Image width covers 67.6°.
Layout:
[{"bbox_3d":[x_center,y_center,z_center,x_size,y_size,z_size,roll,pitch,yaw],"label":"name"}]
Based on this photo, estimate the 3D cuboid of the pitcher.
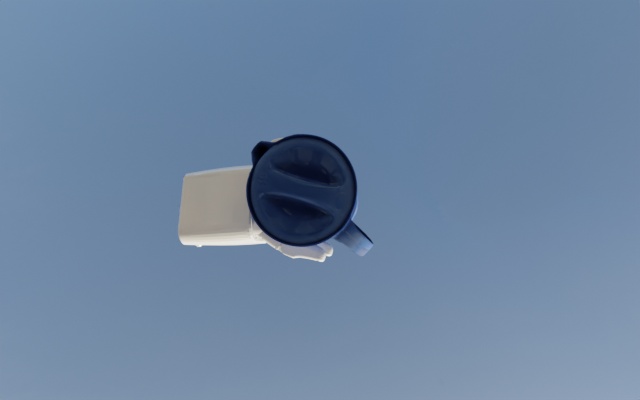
[{"bbox_3d":[0.000,0.002,0.670,0.145,0.149,0.243,-4,-4,8],"label":"pitcher"}]
